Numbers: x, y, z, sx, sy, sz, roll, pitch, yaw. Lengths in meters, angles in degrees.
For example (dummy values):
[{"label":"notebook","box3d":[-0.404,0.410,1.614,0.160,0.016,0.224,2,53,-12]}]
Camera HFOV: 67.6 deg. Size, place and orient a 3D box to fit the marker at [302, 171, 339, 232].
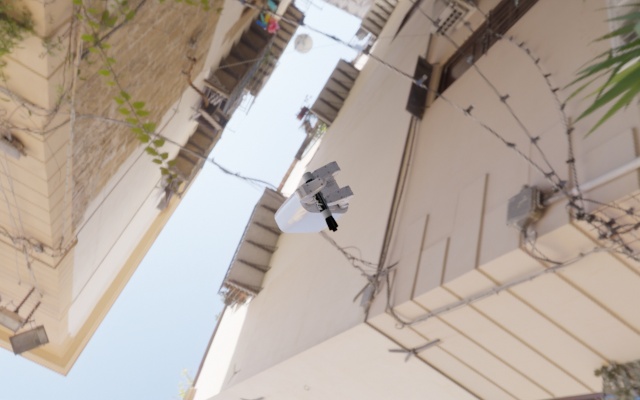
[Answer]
[{"label":"marker","box3d":[0.000,0.003,0.870,0.020,0.121,0.020,-26,-13,-7]}]
